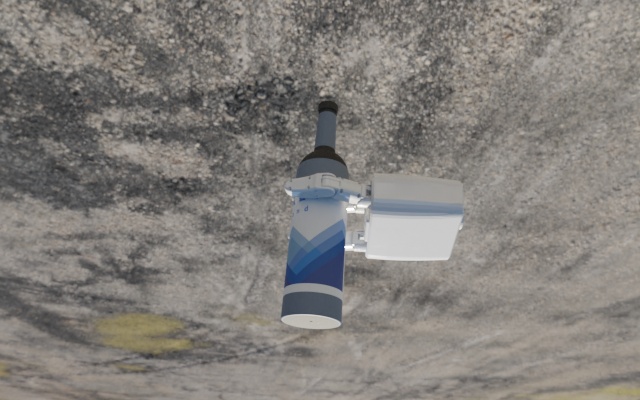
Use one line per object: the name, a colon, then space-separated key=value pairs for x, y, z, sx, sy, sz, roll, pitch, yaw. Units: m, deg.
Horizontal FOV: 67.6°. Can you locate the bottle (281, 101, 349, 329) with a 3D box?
bottle: x=0.000 y=0.002 z=0.586 sx=0.069 sy=0.295 sz=0.069 roll=4 pitch=-27 yaw=2
